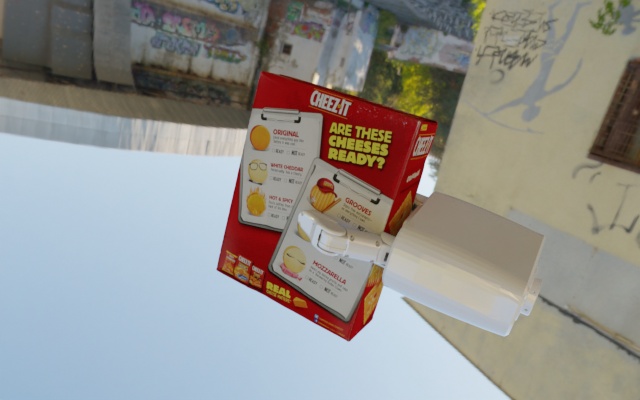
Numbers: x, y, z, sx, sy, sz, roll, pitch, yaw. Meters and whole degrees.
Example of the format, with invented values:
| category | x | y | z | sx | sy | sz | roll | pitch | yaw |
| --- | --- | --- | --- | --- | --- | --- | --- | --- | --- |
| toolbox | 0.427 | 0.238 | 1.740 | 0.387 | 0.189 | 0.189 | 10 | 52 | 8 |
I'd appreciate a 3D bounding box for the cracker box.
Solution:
| category | x | y | z | sx | sy | sz | roll | pitch | yaw |
| --- | --- | --- | --- | --- | --- | --- | --- | --- | --- |
| cracker box | 0.000 | 0.002 | 0.469 | 0.164 | 0.214 | 0.072 | 23 | 17 | 23 |
